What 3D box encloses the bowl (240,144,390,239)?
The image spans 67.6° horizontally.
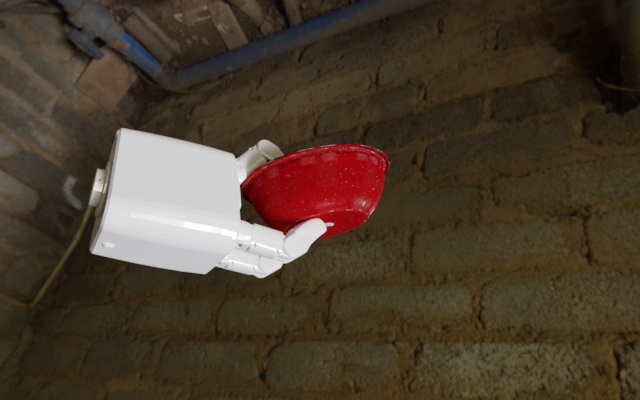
[{"bbox_3d":[0.001,0.002,0.504,0.162,0.055,0.162,-11,-19,-4],"label":"bowl"}]
